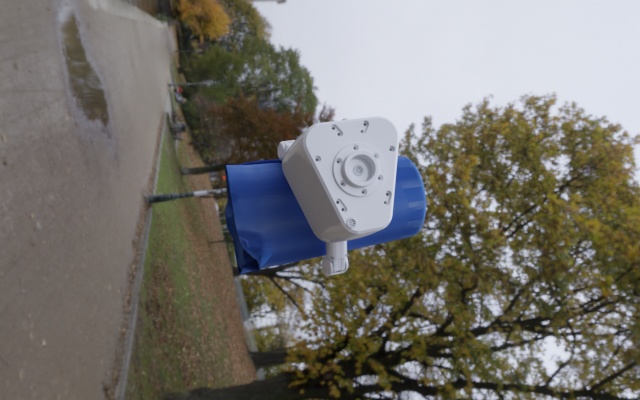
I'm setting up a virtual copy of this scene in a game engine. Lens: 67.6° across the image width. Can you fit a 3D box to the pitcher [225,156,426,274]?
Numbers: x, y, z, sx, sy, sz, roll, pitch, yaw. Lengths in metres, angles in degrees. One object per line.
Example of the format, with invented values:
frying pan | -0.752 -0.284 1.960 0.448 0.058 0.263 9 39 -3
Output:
pitcher | 0.000 0.002 0.613 0.243 0.149 0.145 -8 -6 -13
